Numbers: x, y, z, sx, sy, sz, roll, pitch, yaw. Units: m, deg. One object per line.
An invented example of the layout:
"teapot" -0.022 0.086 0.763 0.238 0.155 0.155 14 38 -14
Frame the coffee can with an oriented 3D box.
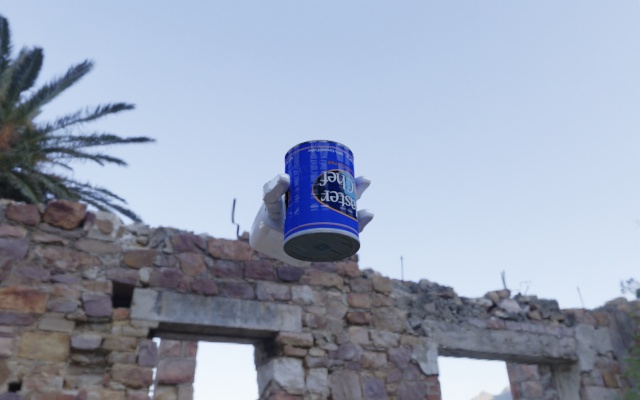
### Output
"coffee can" 0.000 0.002 0.662 0.103 0.140 0.103 -1 -28 -1
